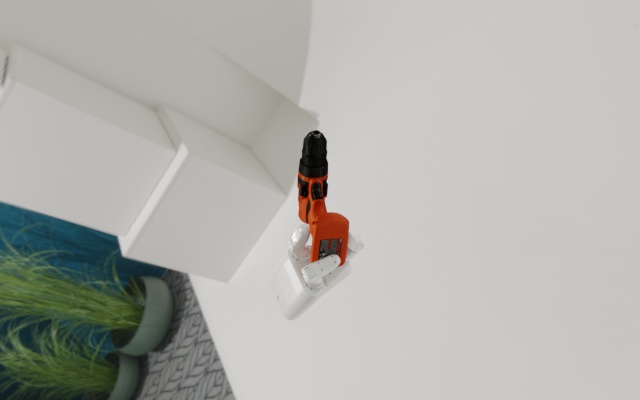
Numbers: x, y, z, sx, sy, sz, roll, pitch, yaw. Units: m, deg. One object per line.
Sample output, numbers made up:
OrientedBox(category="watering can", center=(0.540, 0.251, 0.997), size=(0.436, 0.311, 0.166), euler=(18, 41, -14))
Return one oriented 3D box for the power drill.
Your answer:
OrientedBox(category="power drill", center=(0.000, 0.003, 0.779), size=(0.057, 0.185, 0.187), euler=(-4, 38, -9))
